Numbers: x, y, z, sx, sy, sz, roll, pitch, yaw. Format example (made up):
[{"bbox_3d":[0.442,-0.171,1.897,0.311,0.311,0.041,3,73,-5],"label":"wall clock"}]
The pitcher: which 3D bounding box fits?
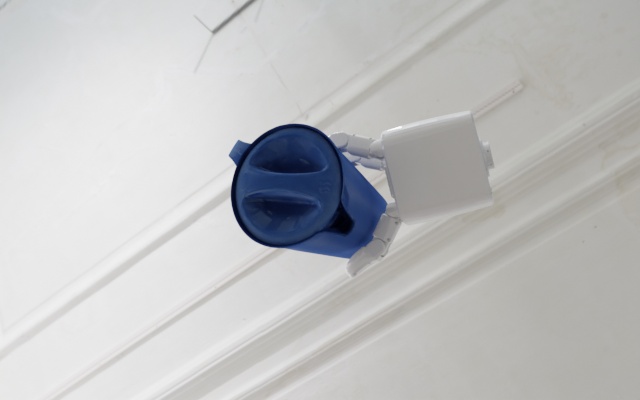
[{"bbox_3d":[0.000,0.002,0.599,0.145,0.149,0.243,-16,-18,19],"label":"pitcher"}]
